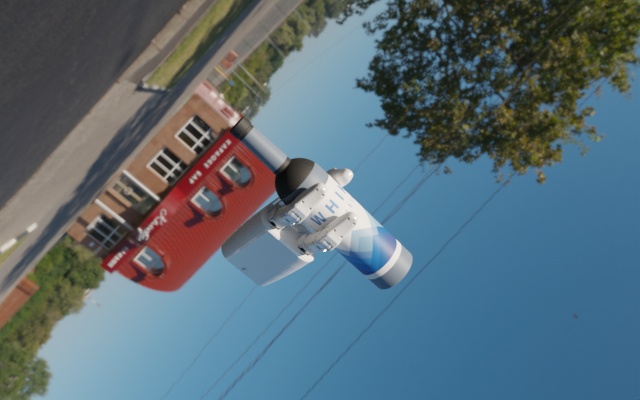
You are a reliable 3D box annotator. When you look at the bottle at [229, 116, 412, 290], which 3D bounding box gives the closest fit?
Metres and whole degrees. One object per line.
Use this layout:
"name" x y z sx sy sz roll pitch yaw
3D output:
"bottle" 0.000 0.002 0.627 0.296 0.069 0.069 43 -15 -17
